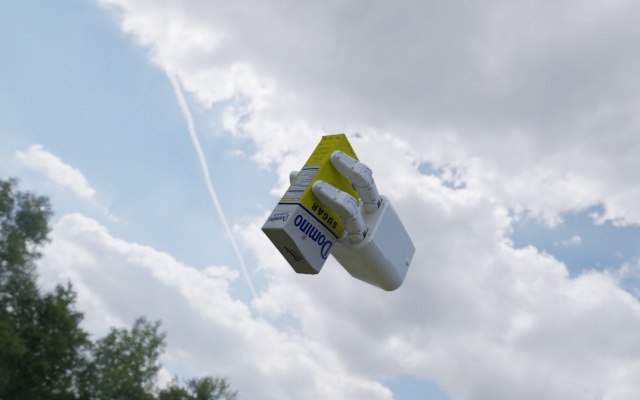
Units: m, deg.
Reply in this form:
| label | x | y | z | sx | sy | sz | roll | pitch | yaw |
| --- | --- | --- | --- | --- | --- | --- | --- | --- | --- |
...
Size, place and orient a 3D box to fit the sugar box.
| label | x | y | z | sx | sy | sz | roll | pitch | yaw |
| --- | --- | --- | --- | --- | --- | --- | --- | --- | --- |
| sugar box | 0.001 | 0.002 | 0.635 | 0.048 | 0.176 | 0.093 | -3 | -45 | 38 |
